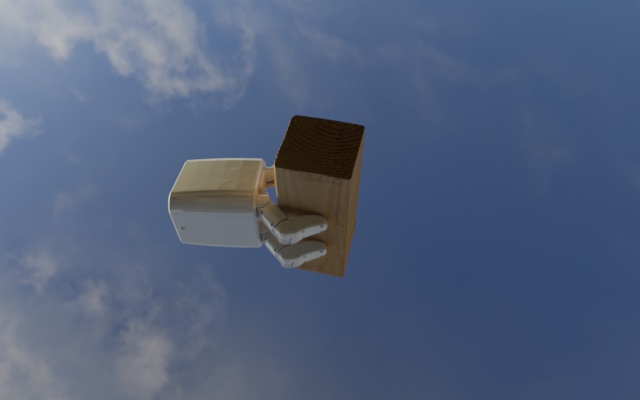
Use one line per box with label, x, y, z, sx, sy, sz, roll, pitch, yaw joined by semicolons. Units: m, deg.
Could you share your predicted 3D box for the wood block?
wood block;0.000;0.002;0.618;0.090;0.090;0.206;10;-38;8
